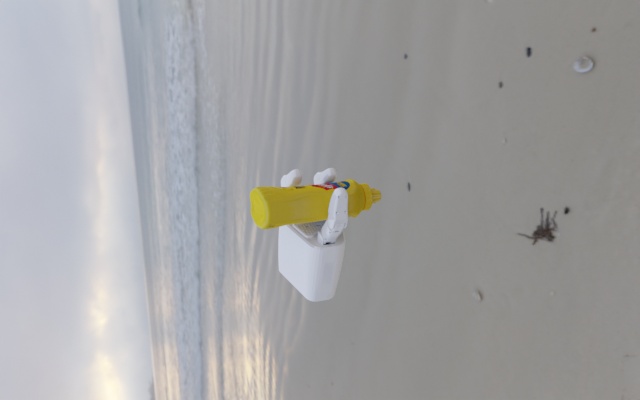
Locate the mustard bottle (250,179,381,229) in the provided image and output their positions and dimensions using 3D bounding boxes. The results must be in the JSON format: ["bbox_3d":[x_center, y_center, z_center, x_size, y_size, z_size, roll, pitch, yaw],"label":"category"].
[{"bbox_3d":[0.000,0.002,0.694,0.191,0.058,0.096,-6,8,-21],"label":"mustard bottle"}]
